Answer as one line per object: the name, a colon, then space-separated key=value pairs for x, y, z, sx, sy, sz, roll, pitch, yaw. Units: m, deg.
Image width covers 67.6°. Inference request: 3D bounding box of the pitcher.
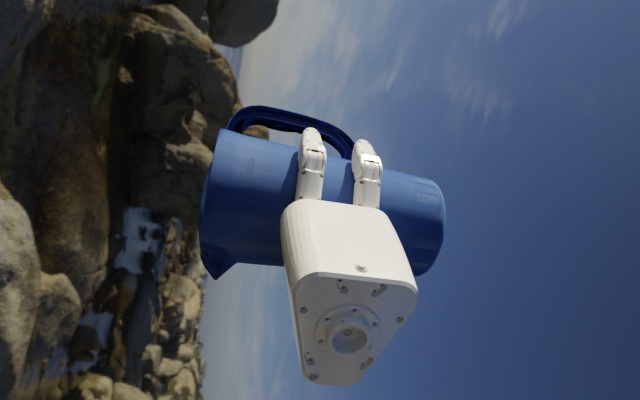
pitcher: x=0.000 y=0.002 z=0.502 sx=0.243 sy=0.149 sz=0.145 roll=9 pitch=24 yaw=-11
